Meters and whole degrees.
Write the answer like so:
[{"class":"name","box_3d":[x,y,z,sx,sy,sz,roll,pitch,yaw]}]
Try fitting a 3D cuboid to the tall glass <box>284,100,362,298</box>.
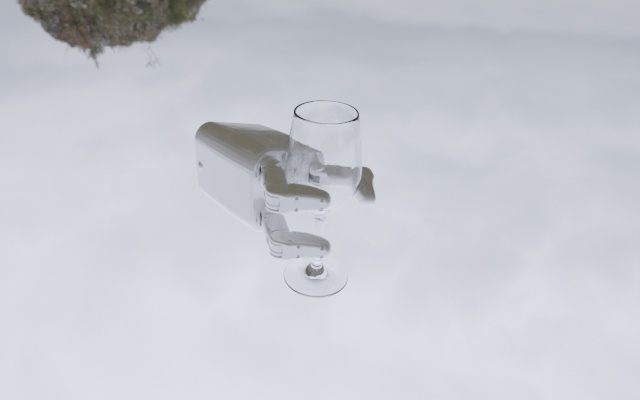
[{"class":"tall glass","box_3d":[0.000,0.002,0.498,0.079,0.201,0.079,3,32,-2]}]
